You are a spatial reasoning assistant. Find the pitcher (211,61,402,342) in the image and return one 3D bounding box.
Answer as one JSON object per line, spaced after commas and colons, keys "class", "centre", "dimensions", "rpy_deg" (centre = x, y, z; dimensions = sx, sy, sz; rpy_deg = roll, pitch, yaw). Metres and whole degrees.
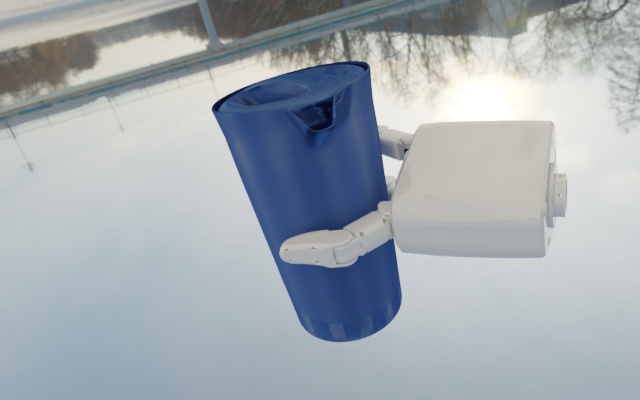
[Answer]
{"class": "pitcher", "centre": [0.000, 0.001, 0.447], "dimensions": [0.145, 0.243, 0.149], "rpy_deg": [1, 29, 30]}
